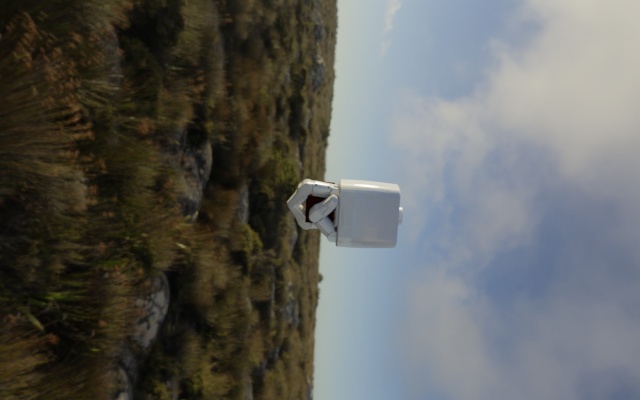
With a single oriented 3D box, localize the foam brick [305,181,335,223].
[{"bbox_3d":[0.000,0.003,0.873,0.051,0.053,0.078,3,25,0],"label":"foam brick"}]
